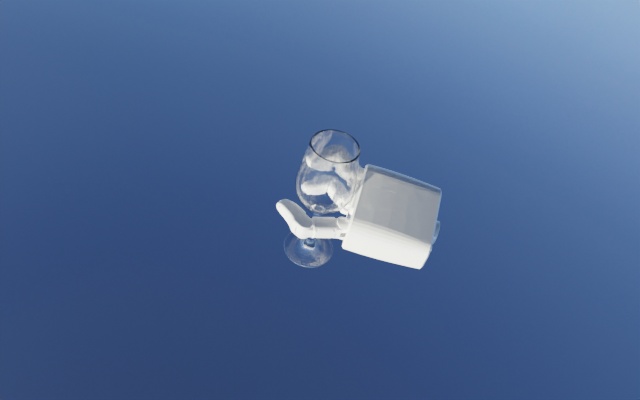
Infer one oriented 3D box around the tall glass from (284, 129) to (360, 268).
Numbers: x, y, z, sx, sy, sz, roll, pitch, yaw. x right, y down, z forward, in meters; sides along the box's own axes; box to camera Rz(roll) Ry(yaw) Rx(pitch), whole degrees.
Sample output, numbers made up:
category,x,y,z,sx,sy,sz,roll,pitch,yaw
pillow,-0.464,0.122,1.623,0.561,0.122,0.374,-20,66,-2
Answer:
category,x,y,z,sx,sy,sz,roll,pitch,yaw
tall glass,0.000,0.003,0.639,0.079,0.079,0.201,0,-43,-14
